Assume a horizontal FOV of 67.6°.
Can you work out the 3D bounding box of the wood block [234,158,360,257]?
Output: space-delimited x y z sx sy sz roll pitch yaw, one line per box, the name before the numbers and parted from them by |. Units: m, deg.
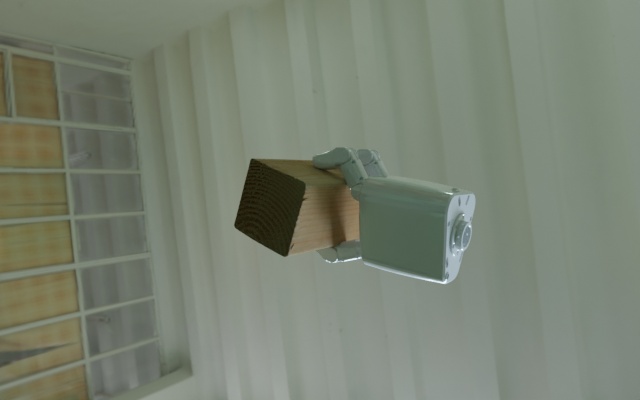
wood block | 0.000 0.002 0.620 0.090 0.091 0.206 25 17 32
